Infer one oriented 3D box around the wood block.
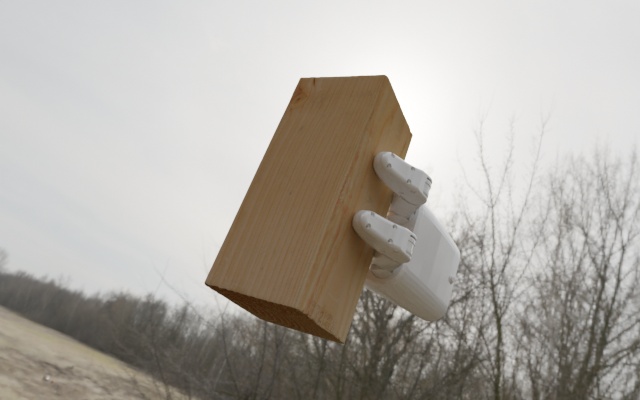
[{"bbox_3d":[0.000,0.001,0.411,0.091,0.206,0.090,6,-27,32],"label":"wood block"}]
